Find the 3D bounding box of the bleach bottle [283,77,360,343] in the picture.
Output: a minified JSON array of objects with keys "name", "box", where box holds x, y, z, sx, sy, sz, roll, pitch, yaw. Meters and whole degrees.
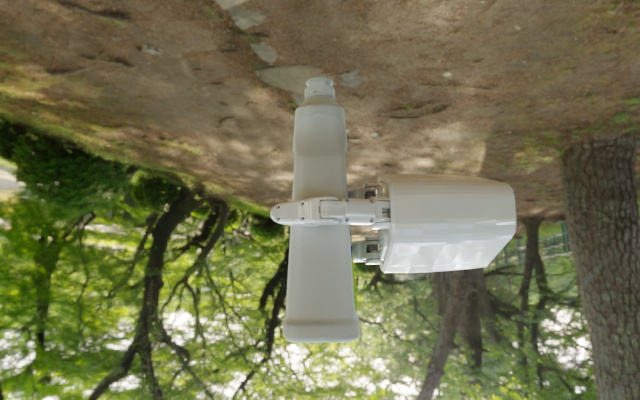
[{"name":"bleach bottle","box":[0.000,0.002,0.458,0.068,0.250,0.102,-1,-10,1]}]
